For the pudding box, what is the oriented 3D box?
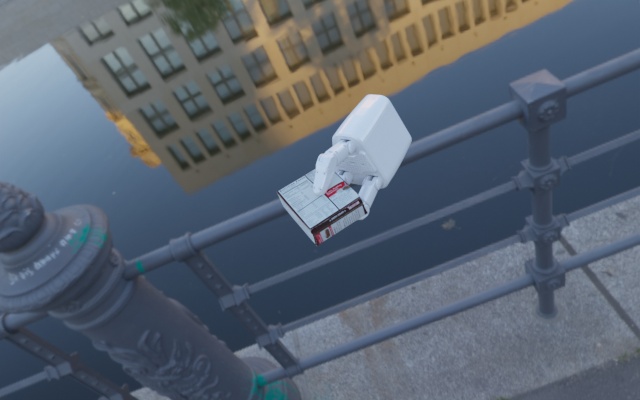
[{"bbox_3d":[0.000,0.002,0.700,0.090,0.039,0.113,-33,42,-10],"label":"pudding box"}]
